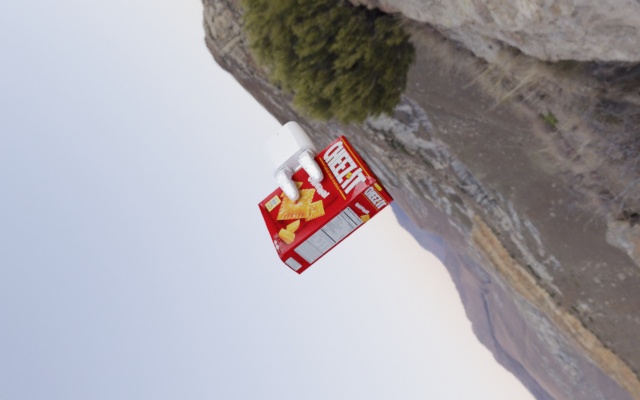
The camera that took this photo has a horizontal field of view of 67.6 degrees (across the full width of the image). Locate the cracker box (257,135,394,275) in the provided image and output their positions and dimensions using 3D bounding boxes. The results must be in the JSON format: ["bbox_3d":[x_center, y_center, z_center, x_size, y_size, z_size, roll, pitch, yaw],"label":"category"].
[{"bbox_3d":[0.000,0.003,0.859,0.072,0.214,0.164,43,12,-39],"label":"cracker box"}]
